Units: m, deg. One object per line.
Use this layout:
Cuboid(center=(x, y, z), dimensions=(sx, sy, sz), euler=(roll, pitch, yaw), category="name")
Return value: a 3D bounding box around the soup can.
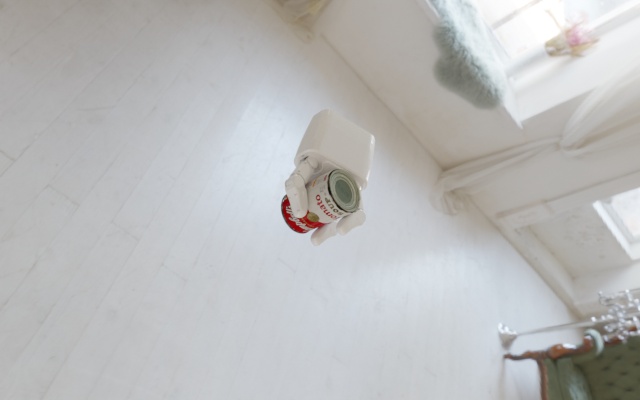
Cuboid(center=(0.000, 0.002, 0.700), dimensions=(0.102, 0.068, 0.068), euler=(-25, -17, 39), category="soup can")
